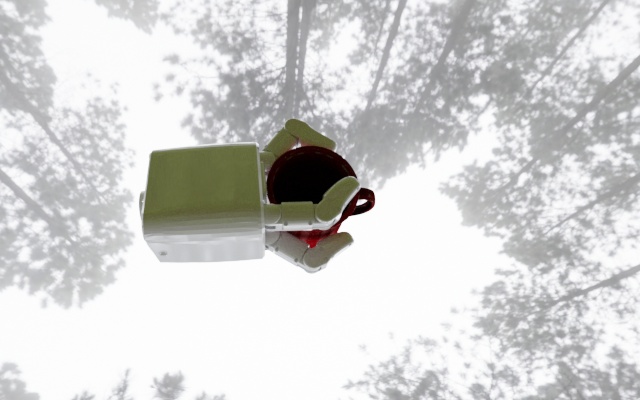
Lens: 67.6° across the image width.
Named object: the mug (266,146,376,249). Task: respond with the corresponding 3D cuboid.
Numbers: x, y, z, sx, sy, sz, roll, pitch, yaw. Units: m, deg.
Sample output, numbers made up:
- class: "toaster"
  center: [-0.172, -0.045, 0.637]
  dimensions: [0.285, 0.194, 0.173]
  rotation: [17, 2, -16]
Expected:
- class: "mug"
  center: [0.001, 0.002, 0.509]
  dimensions: [0.117, 0.093, 0.081]
  rotation: [-2, -23, -8]
